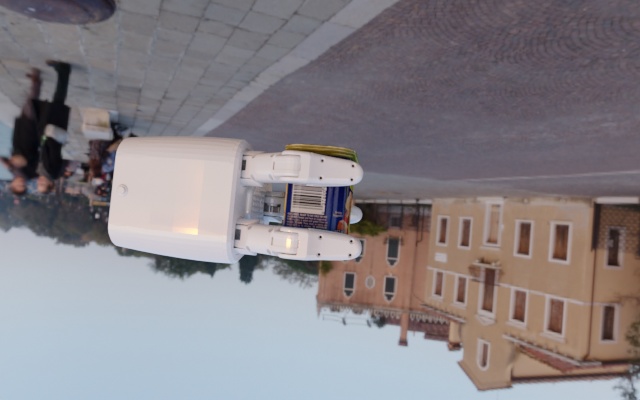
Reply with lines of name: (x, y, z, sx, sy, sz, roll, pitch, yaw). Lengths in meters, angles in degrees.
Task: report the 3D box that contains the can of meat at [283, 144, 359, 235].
can of meat: (0.000, 0.002, 0.411, 0.057, 0.084, 0.102, 5, -2, 6)
